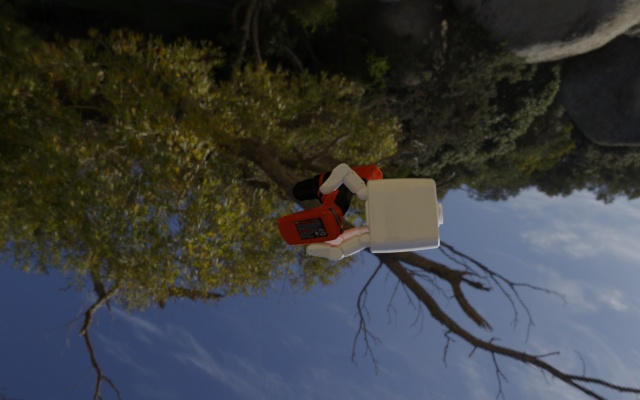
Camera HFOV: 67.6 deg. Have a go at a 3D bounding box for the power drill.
[{"bbox_3d":[0.000,0.003,0.828,0.184,0.057,0.187,-12,24,31],"label":"power drill"}]
